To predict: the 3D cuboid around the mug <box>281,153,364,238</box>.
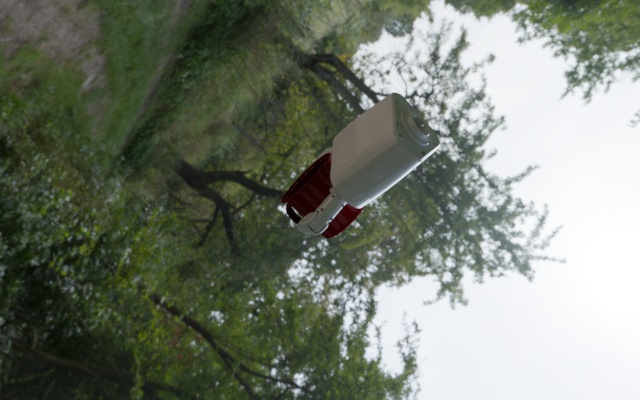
[{"bbox_3d":[-0.001,0.003,0.654,0.117,0.081,0.093,-37,14,36],"label":"mug"}]
